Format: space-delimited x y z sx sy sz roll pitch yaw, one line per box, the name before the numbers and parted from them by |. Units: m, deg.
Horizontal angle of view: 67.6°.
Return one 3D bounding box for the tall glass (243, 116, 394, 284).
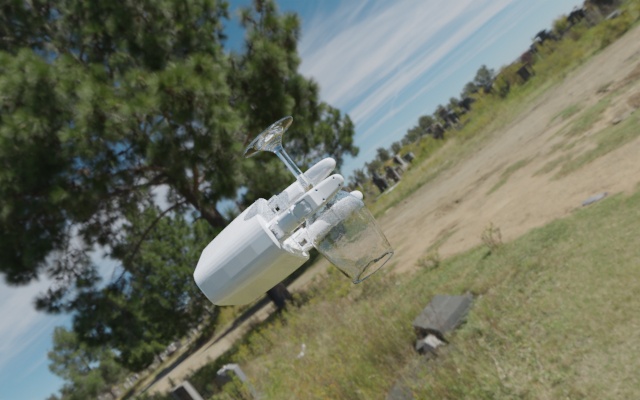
tall glass | 0.000 0.001 0.563 0.079 0.201 0.079 -39 -2 -2
